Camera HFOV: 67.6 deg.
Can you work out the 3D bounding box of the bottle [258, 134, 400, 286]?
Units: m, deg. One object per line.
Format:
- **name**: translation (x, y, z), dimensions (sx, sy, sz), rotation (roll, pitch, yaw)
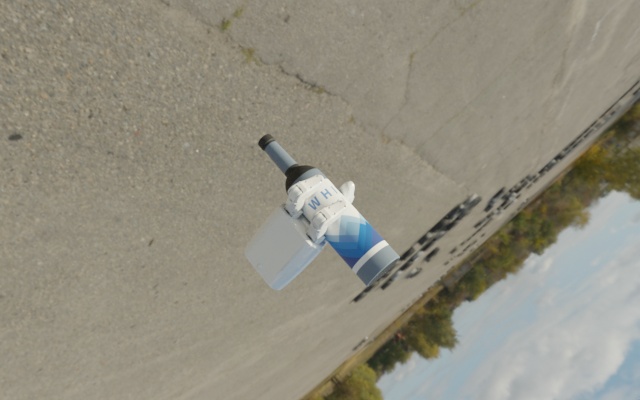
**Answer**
- **bottle**: translation (0.000, 0.003, 0.756), dimensions (0.069, 0.295, 0.069), rotation (-38, -18, -14)
